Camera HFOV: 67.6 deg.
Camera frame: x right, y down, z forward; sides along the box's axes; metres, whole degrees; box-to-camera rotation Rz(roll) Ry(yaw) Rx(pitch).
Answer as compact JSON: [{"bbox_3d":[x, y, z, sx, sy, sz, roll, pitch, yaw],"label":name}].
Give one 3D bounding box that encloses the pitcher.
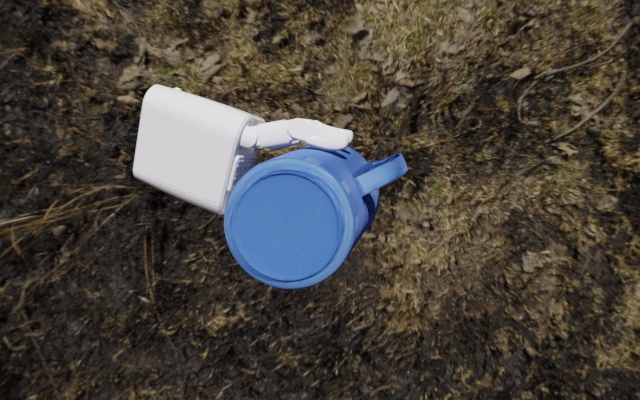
[{"bbox_3d":[0.000,0.002,0.490,0.145,0.149,0.243,22,9,5],"label":"pitcher"}]
